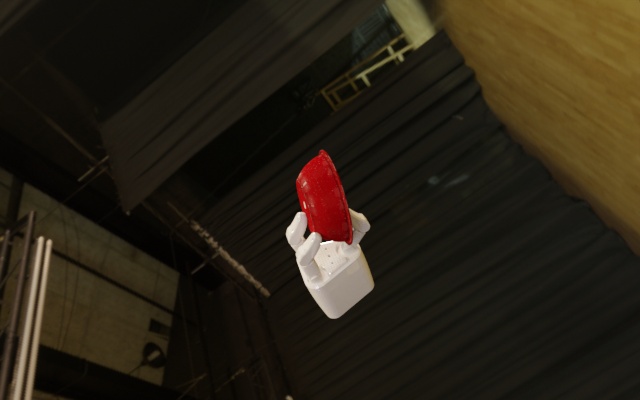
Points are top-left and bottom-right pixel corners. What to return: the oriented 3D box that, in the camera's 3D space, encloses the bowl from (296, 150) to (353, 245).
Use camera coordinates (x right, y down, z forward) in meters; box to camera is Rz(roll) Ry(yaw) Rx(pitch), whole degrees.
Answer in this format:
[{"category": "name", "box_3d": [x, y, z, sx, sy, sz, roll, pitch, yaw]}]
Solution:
[{"category": "bowl", "box_3d": [-0.001, 0.001, 0.773, 0.055, 0.162, 0.162, -16, 2, -9]}]
